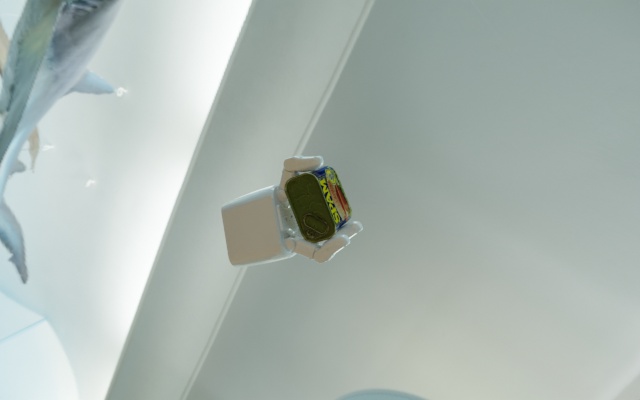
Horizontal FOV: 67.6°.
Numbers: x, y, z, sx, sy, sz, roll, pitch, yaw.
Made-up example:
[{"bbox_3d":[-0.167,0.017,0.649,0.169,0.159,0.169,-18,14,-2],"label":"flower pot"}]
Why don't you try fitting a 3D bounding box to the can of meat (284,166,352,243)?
[{"bbox_3d":[0.000,0.002,0.722,0.057,0.102,0.084,-19,5,26],"label":"can of meat"}]
